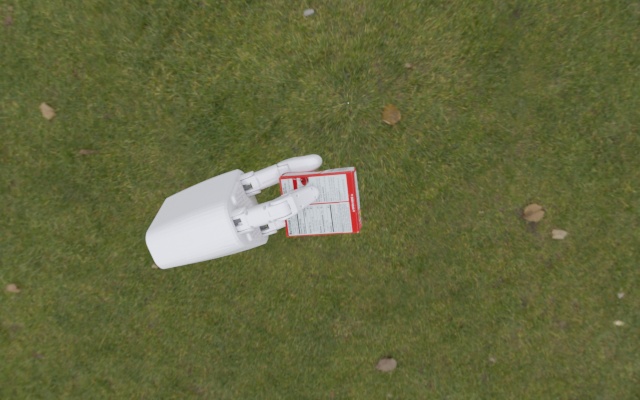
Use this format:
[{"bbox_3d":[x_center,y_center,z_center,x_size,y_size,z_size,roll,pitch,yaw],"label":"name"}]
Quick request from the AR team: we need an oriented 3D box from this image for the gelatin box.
[{"bbox_3d":[0.000,0.002,0.556,0.089,0.073,0.030,-4,14,13],"label":"gelatin box"}]
